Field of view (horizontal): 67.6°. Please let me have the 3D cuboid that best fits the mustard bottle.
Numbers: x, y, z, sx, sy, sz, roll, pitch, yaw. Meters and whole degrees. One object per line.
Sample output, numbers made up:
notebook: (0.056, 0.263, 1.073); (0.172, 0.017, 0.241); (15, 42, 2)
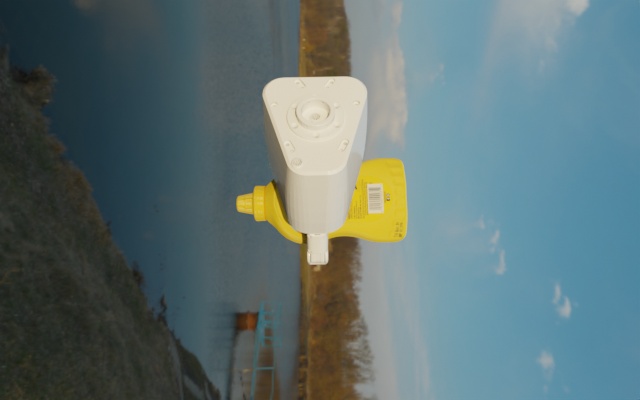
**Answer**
mustard bottle: (0.000, 0.002, 0.551); (0.191, 0.096, 0.058); (-1, -5, -1)
